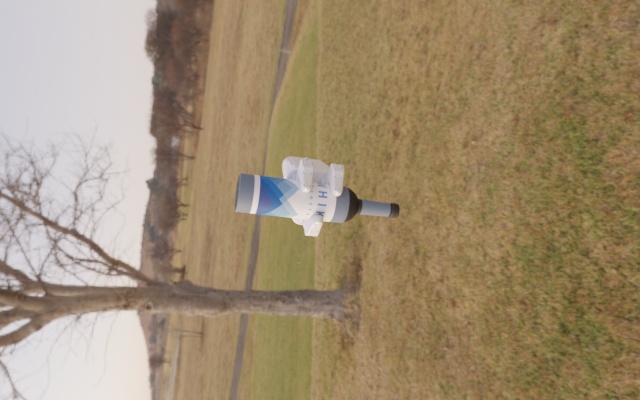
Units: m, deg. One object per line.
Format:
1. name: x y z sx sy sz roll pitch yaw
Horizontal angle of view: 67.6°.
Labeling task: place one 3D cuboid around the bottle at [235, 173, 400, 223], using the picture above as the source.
1. bottle: 0.000 0.003 0.849 0.296 0.069 0.069 7 -2 -15
